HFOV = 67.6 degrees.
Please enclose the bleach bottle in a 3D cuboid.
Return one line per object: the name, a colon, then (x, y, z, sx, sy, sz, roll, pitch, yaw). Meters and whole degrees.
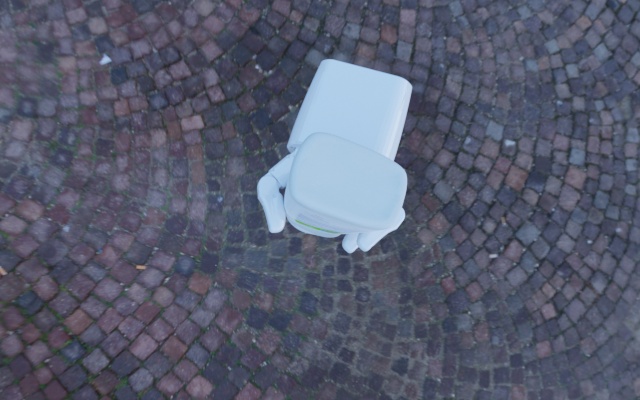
bleach bottle: (0.000, 0.002, 0.509, 0.102, 0.068, 0.251, 20, -12, -9)
